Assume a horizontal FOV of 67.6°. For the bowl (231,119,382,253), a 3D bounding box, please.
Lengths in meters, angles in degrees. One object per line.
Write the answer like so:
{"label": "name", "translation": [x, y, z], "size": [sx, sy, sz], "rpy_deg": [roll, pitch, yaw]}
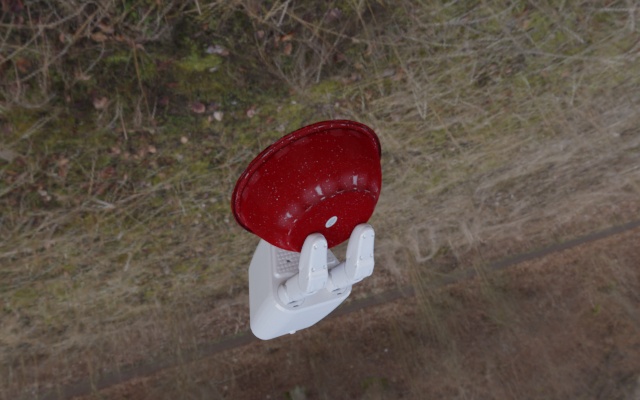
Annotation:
{"label": "bowl", "translation": [0.000, 0.001, 0.456], "size": [0.162, 0.055, 0.162], "rpy_deg": [-21, -33, -15]}
